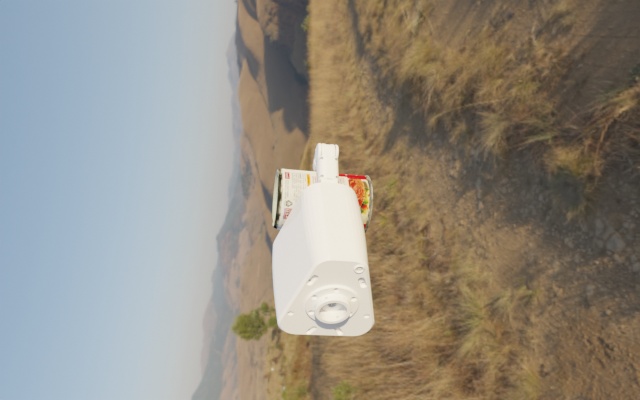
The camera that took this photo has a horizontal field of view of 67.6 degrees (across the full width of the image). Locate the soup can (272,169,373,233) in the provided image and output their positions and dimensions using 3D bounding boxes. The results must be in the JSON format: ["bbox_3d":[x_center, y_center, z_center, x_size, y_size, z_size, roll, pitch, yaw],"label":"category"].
[{"bbox_3d":[0.000,0.001,0.532,0.102,0.068,0.068,4,-1,-9],"label":"soup can"}]
